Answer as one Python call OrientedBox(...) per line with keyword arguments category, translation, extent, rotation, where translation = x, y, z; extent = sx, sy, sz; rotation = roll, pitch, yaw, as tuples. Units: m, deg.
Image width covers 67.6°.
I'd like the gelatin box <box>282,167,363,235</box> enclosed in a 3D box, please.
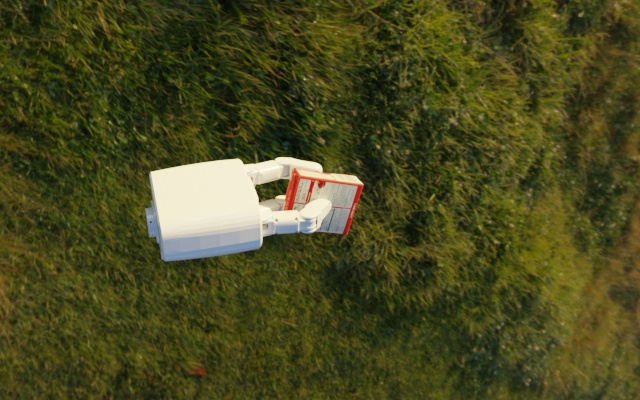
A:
OrientedBox(category="gelatin box", translation=(0.001, 0.002, 0.595), extent=(0.089, 0.073, 0.030), rotation=(6, 24, -22))
